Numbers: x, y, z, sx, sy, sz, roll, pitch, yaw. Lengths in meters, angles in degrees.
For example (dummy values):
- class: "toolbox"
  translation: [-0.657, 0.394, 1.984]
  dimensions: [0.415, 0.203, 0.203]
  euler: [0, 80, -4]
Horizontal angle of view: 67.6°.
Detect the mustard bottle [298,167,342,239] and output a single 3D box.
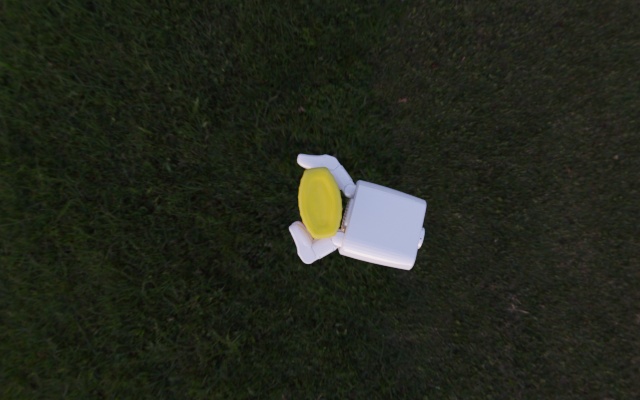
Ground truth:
- class: "mustard bottle"
  translation: [0.000, 0.002, 0.724]
  dimensions: [0.058, 0.096, 0.191]
  euler: [-9, 1, 0]
